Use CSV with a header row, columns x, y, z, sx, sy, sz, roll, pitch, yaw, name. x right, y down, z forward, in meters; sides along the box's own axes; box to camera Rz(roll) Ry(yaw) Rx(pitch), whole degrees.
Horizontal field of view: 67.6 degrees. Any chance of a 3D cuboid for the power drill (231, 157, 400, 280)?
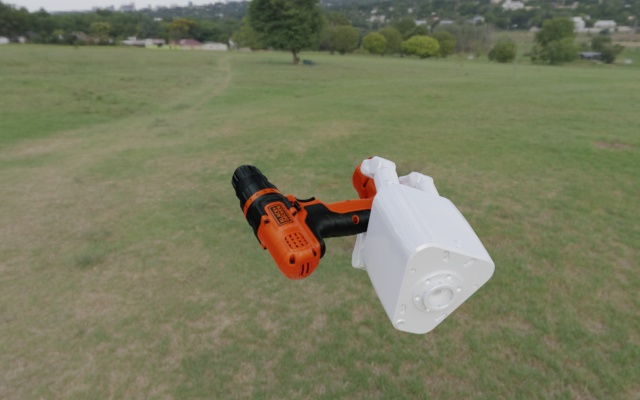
x,y,z,sx,sy,sz,roll,pitch,yaw,name
0.001,0.002,0.586,0.187,0.057,0.184,-17,47,-23,power drill
